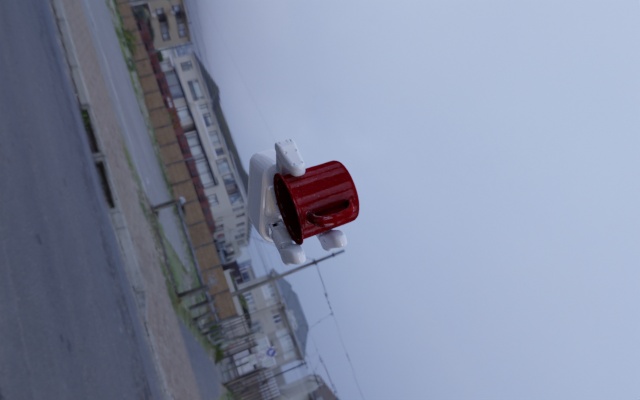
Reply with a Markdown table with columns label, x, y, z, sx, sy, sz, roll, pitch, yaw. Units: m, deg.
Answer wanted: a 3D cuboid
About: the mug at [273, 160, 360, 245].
| label | x | y | z | sx | sy | sz | roll | pitch | yaw |
| --- | --- | --- | --- | --- | --- | --- | --- | --- | --- |
| mug | 0.001 | 0.002 | 0.581 | 0.081 | 0.093 | 0.117 | -19 | 21 | -16 |
